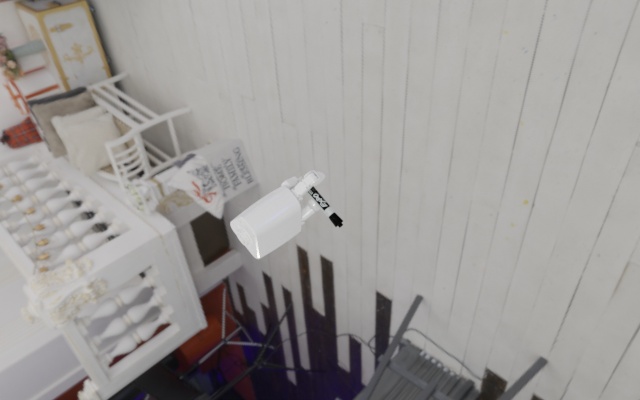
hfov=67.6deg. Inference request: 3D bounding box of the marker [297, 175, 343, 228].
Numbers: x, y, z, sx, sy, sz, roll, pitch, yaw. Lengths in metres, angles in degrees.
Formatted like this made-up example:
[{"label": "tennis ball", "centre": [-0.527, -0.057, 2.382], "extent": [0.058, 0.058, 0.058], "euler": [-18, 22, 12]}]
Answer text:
[{"label": "marker", "centre": [0.000, 0.003, 0.894], "extent": [0.020, 0.121, 0.020], "euler": [-39, -11, -9]}]
